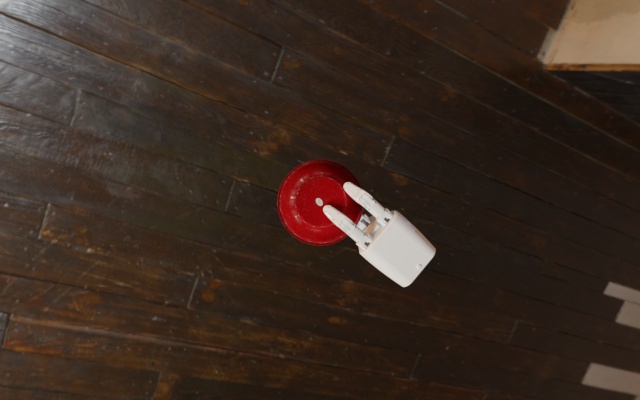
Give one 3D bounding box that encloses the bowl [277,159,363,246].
[{"bbox_3d":[-0.001,0.002,0.866,0.162,0.162,0.055,0,-2,0],"label":"bowl"}]
